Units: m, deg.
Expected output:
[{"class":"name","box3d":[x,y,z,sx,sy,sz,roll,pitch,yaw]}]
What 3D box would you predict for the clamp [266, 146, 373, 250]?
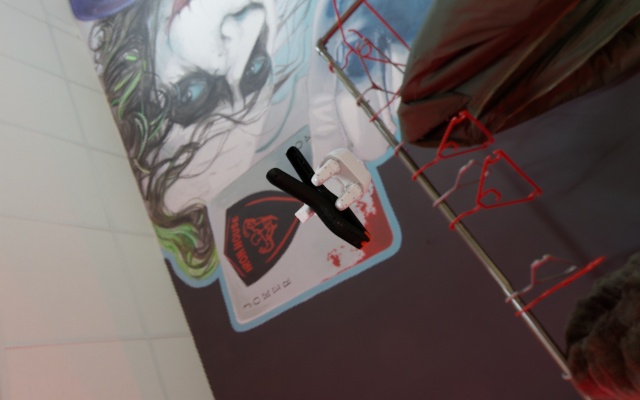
[{"class":"clamp","box3d":[0.000,0.003,0.770,0.036,0.210,0.164,-43,2,20]}]
